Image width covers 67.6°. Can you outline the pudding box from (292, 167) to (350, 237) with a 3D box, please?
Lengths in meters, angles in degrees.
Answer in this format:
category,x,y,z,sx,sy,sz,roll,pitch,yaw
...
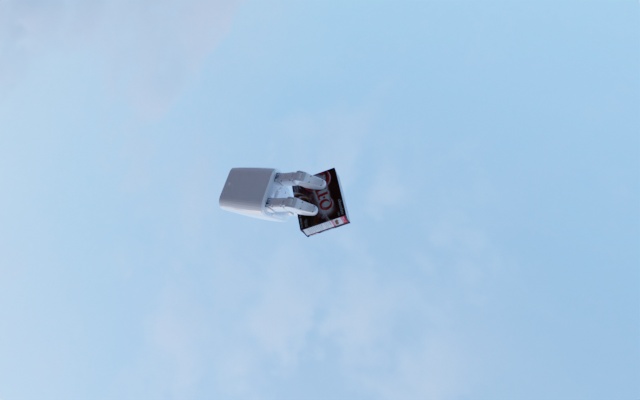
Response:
category,x,y,z,sx,sy,sz,roll,pitch,yaw
pudding box,0.000,0.003,0.891,0.090,0.113,0.039,-20,-32,11
